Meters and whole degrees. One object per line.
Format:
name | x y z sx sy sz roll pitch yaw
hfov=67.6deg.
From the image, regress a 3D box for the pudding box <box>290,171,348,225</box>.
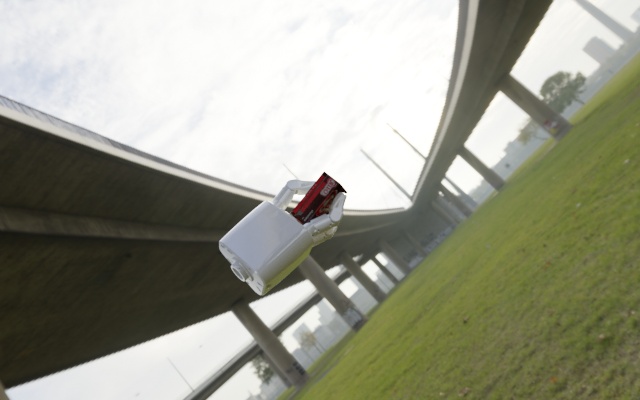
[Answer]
pudding box | 0.000 0.003 0.813 0.039 0.090 0.113 40 2 10
